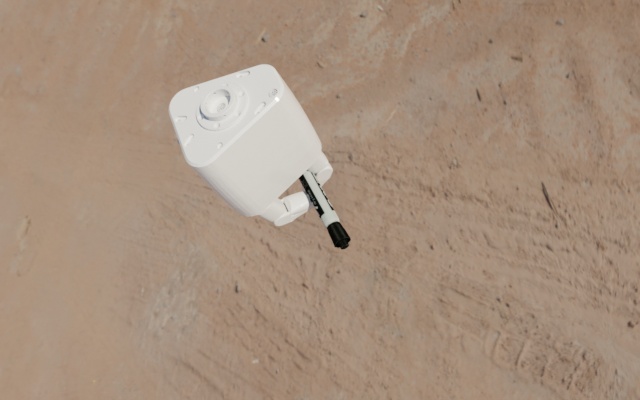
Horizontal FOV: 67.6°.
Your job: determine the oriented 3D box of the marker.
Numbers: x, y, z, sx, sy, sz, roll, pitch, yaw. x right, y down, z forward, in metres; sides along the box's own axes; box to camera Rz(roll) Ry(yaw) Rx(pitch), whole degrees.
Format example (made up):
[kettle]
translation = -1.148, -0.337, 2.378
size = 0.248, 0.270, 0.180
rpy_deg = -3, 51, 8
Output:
[marker]
translation = 0.000, 0.002, 0.518
size = 0.020, 0.121, 0.020
rpy_deg = -21, -30, -13
